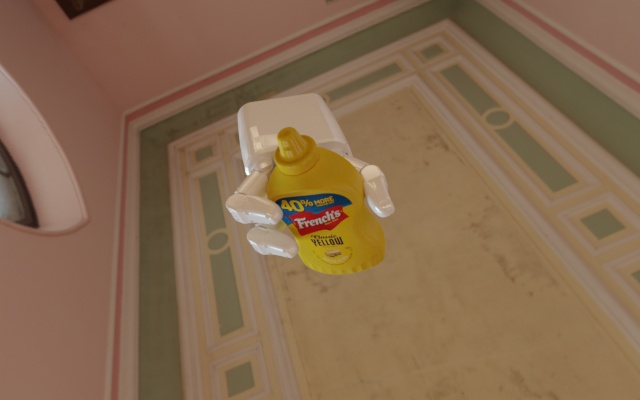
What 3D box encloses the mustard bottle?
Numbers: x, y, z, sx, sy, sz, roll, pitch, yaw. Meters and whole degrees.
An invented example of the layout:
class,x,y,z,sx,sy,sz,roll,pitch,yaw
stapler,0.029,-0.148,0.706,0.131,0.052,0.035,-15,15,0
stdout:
class,x,y,z,sx,sy,sz,roll,pitch,yaw
mustard bottle,0.000,0.002,0.483,0.096,0.058,0.192,-5,-42,20
